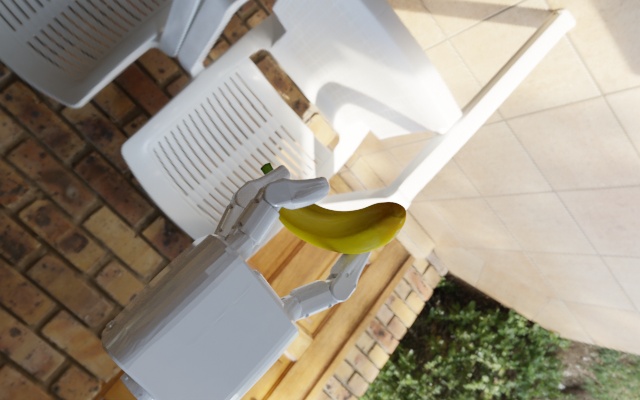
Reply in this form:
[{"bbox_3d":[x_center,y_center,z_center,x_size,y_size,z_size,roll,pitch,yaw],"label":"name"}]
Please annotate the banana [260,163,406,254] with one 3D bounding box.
[{"bbox_3d":[0.005,0.015,0.429,0.037,0.070,0.197,-41,34,-24],"label":"banana"}]
